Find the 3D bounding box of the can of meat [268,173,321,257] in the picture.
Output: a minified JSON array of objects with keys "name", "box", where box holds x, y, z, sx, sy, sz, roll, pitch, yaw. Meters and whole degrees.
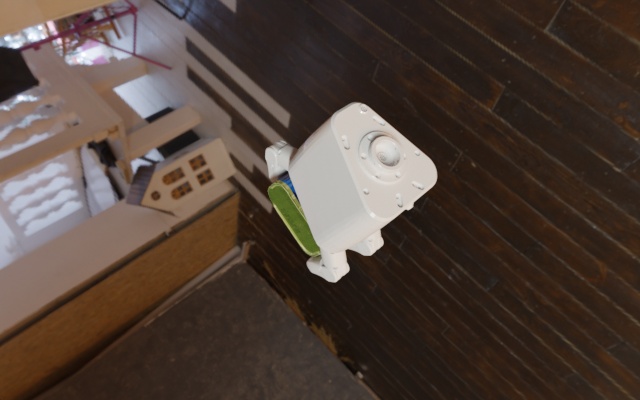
[{"name":"can of meat","box":[0.000,0.002,0.553,0.084,0.102,0.057,-35,2,-30]}]
